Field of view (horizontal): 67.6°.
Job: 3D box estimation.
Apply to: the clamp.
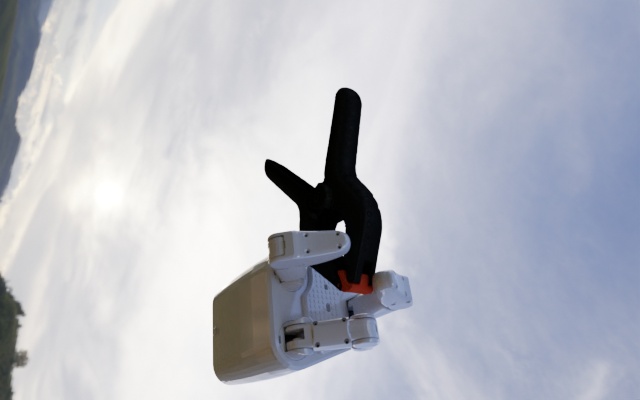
[{"bbox_3d":[0.001,0.002,0.404,0.039,0.171,0.120,14,-33,-36],"label":"clamp"}]
